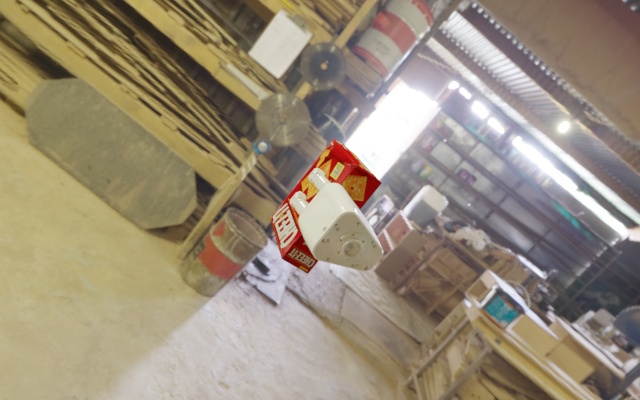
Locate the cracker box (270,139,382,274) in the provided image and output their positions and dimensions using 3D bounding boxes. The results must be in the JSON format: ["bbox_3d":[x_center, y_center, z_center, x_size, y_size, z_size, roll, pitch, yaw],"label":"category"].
[{"bbox_3d":[0.000,0.003,0.894,0.072,0.214,0.164,34,13,-24],"label":"cracker box"}]
